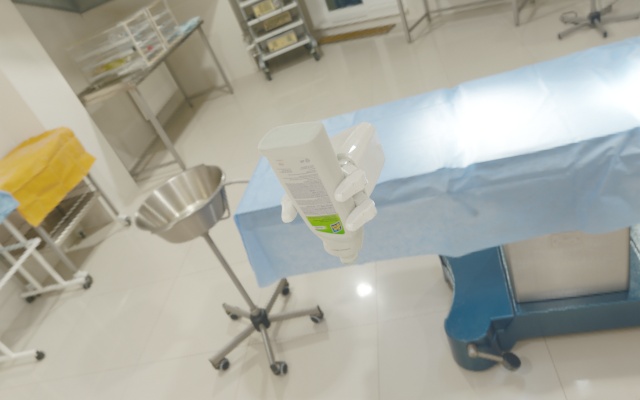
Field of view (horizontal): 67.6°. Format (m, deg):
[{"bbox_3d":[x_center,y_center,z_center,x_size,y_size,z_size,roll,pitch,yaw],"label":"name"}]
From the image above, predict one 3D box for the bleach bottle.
[{"bbox_3d":[0.000,0.002,0.743,0.102,0.251,0.068,-2,38,31],"label":"bleach bottle"}]
